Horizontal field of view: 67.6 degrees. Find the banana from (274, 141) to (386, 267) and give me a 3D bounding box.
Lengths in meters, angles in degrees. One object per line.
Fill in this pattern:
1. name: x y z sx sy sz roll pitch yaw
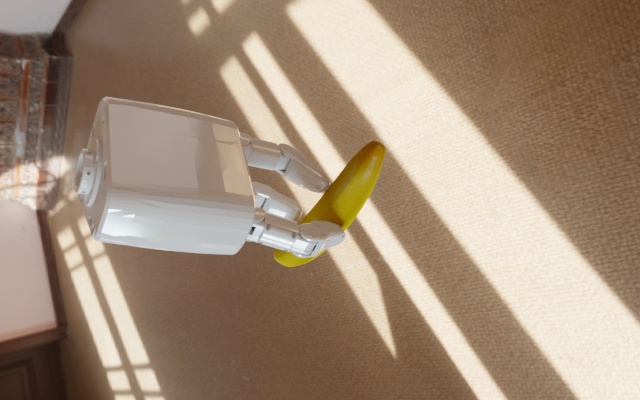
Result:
1. banana: -0.002 0.018 0.470 0.037 0.069 0.198 20 -39 -24
